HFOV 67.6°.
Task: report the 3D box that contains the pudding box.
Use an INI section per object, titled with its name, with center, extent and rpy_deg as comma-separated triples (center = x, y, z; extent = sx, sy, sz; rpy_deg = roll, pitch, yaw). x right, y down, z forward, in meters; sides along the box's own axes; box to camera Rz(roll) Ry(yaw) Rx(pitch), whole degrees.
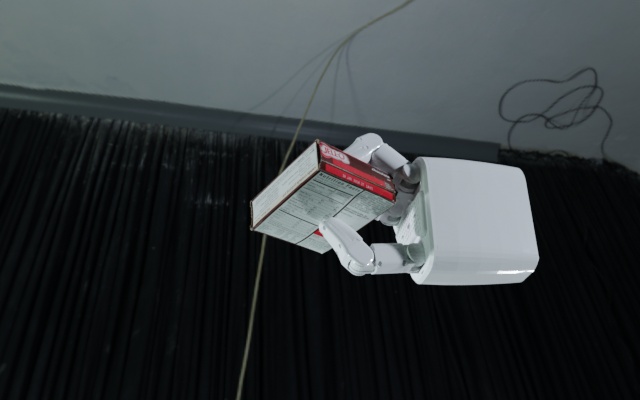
[pudding box]
center = 0.000, 0.002, 0.447
extent = 0.090, 0.039, 0.113
rpy_deg = 23, -45, -31
